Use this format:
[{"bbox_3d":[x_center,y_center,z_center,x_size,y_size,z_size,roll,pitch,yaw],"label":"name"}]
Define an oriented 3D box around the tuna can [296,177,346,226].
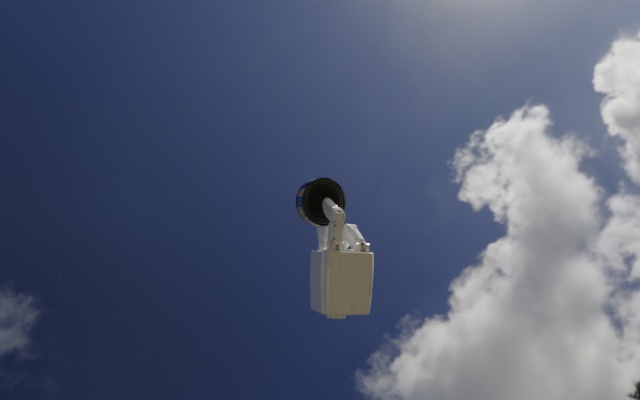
[{"bbox_3d":[0.000,0.003,0.850,0.086,0.086,0.034,0,-2,-28],"label":"tuna can"}]
